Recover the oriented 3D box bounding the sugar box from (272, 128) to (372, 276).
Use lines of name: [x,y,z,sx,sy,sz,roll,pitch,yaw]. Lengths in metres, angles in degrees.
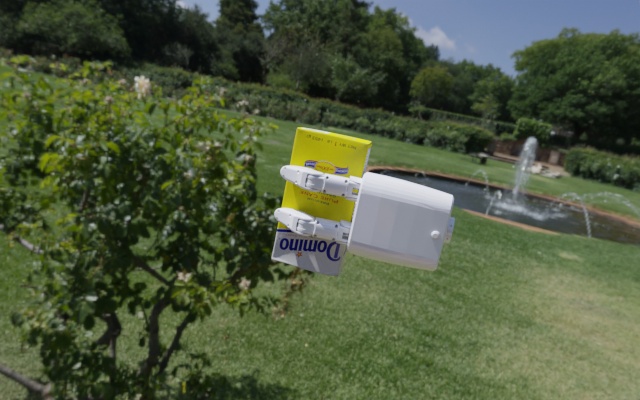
sugar box: [0.000,0.002,0.609,0.093,0.176,0.048,14,11,10]
